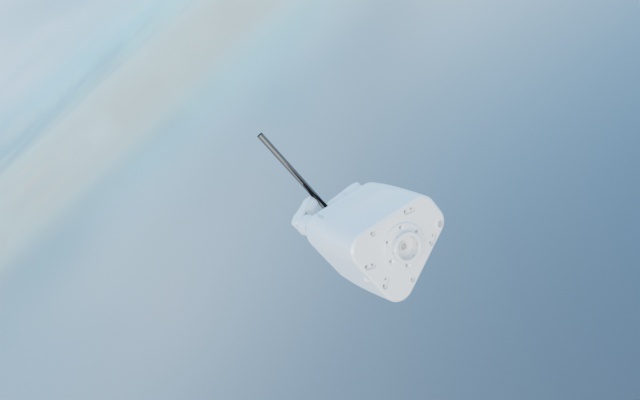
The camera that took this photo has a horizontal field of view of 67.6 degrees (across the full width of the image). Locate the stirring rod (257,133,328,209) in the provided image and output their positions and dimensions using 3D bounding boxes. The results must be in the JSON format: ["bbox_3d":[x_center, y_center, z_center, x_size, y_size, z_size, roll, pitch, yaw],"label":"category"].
[{"bbox_3d":[0.000,0.002,0.630,0.240,0.011,0.011,48,-23,-23],"label":"stirring rod"}]
